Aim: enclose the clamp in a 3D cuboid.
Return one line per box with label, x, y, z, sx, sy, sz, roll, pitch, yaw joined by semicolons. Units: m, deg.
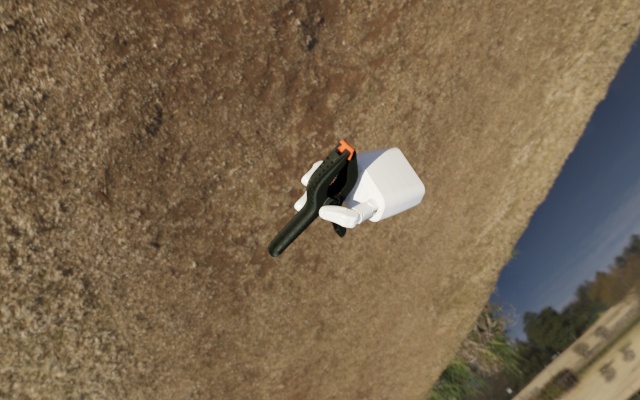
clamp;0.001;0.002;0.751;0.164;0.210;0.036;-19;51;-37
